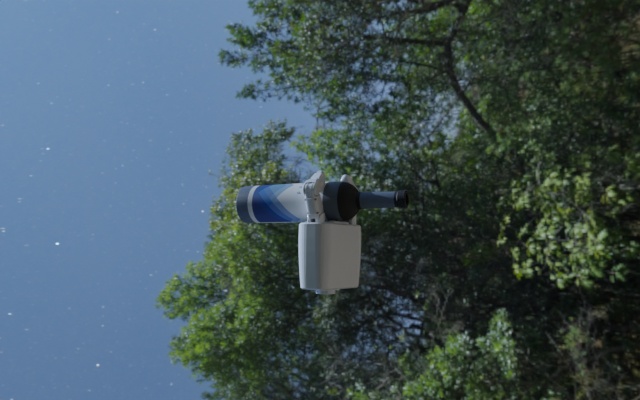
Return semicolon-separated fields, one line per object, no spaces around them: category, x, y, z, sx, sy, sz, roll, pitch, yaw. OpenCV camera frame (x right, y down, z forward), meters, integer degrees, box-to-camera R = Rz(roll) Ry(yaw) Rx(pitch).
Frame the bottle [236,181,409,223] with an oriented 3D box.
bottle;0.000;0.003;0.799;0.296;0.069;0.069;-2;-1;25
